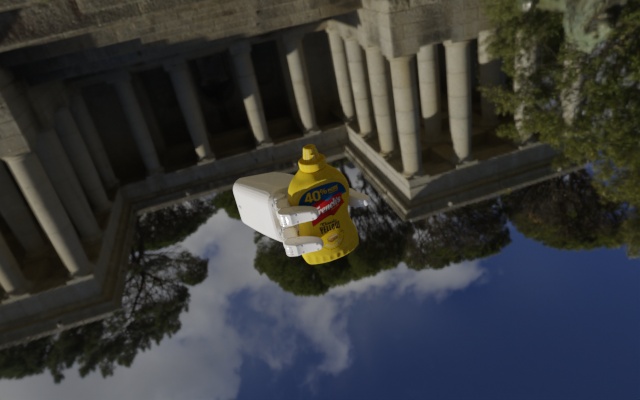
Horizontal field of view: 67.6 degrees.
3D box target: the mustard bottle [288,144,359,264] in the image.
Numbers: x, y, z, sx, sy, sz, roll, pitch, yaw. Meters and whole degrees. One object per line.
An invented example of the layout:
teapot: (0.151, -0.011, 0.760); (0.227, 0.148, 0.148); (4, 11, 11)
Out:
mustard bottle: (0.000, 0.003, 0.747); (0.096, 0.192, 0.058); (-19, 29, -12)
